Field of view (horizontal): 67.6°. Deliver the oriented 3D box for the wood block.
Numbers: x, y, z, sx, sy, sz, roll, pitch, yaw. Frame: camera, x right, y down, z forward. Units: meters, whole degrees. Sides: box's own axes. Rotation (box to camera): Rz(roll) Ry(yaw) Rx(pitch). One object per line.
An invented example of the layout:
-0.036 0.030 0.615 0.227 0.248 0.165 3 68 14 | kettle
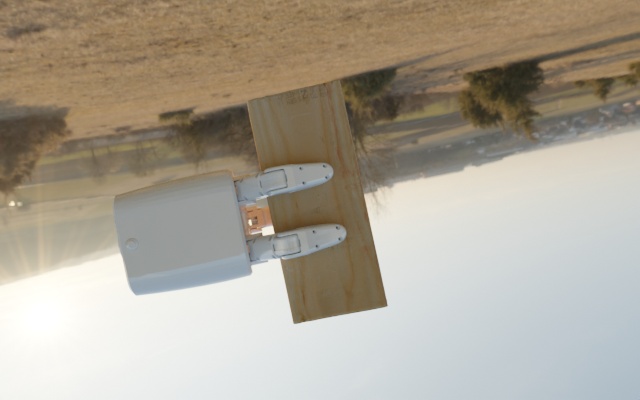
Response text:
0.000 0.002 0.469 0.090 0.206 0.091 -12 -1 4 | wood block
